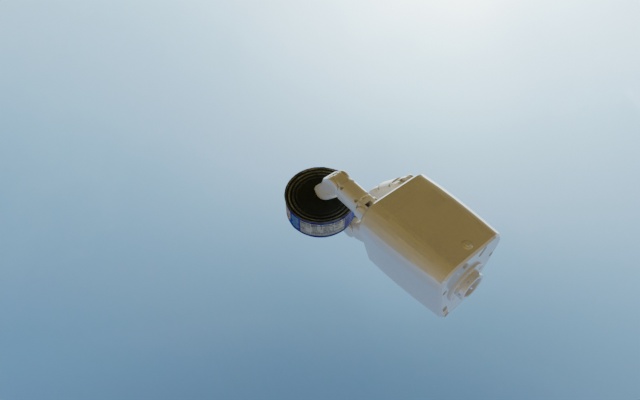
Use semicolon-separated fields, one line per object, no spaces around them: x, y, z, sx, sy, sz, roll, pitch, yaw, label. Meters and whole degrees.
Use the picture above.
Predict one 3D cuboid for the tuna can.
0.000;0.002;0.575;0.086;0.086;0.034;0;-39;0;tuna can
